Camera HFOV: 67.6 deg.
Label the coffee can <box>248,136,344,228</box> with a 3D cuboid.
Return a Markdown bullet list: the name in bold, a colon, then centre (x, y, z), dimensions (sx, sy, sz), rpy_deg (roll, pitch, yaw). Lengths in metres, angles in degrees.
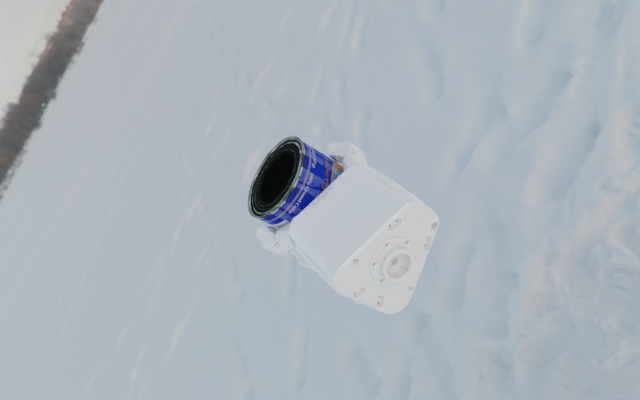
- **coffee can**: centre (0.000, 0.002, 0.569), dimensions (0.140, 0.102, 0.103), rpy_deg (29, -16, -31)
